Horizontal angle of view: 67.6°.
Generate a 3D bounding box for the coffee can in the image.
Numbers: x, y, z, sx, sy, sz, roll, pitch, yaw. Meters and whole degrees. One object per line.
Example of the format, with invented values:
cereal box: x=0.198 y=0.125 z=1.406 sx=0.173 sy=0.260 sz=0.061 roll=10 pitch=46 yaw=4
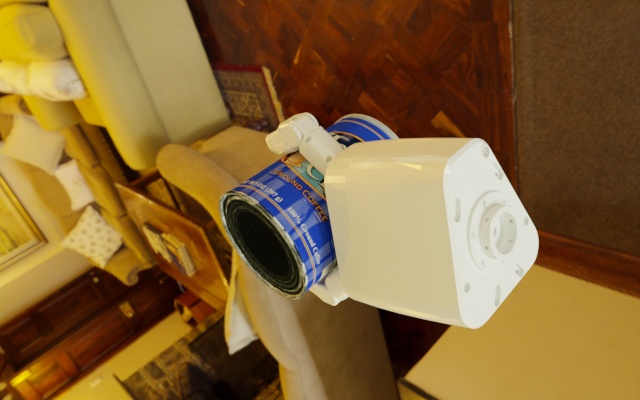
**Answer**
coffee can: x=0.000 y=0.001 z=0.413 sx=0.140 sy=0.103 sz=0.103 roll=-37 pitch=20 yaw=-30
